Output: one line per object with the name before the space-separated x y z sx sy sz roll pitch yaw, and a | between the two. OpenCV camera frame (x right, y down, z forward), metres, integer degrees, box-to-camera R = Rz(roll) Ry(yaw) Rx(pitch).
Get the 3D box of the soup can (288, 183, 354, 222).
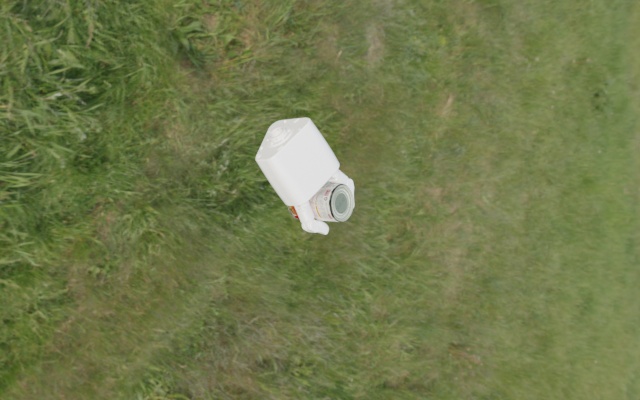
soup can | 0.001 0.003 0.861 0.102 0.068 0.068 2 1 40
